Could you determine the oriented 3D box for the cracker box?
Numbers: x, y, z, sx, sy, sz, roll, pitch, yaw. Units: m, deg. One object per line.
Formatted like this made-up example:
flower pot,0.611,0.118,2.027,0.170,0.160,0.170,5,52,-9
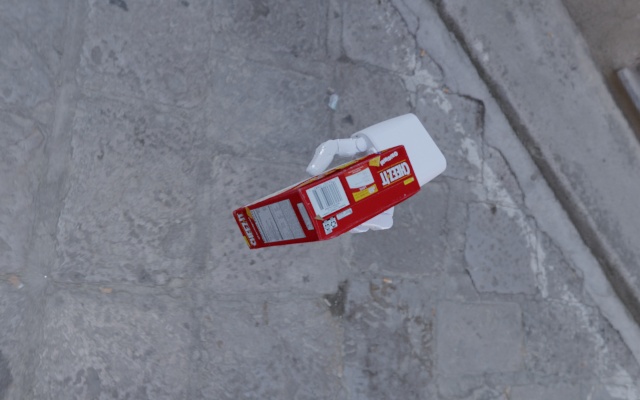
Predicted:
cracker box,0.000,0.002,0.640,0.164,0.072,0.214,-25,5,-31
